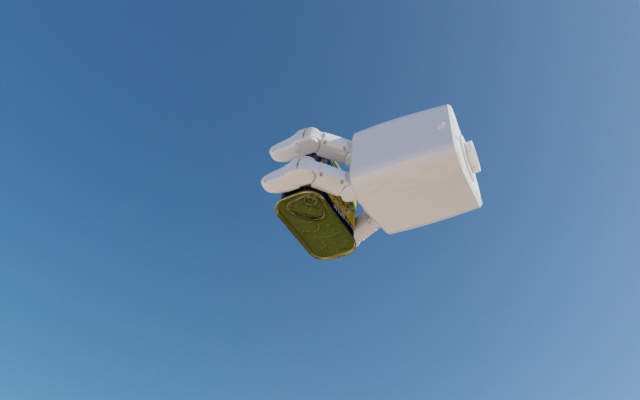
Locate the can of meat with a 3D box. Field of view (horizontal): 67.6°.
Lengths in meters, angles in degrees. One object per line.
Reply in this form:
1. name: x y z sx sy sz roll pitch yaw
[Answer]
1. can of meat: 0.000 0.002 0.534 0.057 0.083 0.102 -19 -52 24
